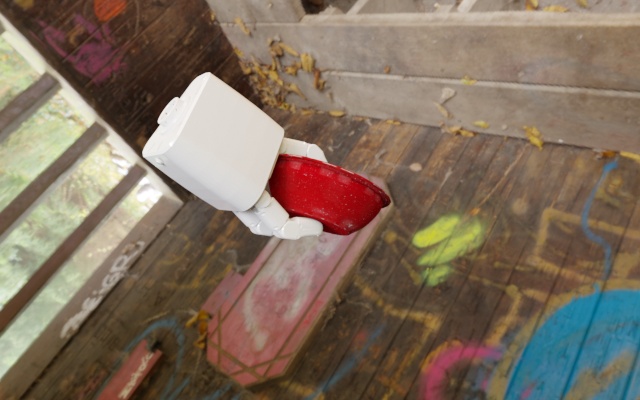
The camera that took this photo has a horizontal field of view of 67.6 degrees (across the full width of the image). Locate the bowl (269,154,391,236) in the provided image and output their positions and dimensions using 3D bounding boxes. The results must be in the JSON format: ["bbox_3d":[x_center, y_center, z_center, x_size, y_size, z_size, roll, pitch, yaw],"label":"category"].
[{"bbox_3d":[0.001,0.003,0.580,0.162,0.055,0.162,18,-12,4],"label":"bowl"}]
